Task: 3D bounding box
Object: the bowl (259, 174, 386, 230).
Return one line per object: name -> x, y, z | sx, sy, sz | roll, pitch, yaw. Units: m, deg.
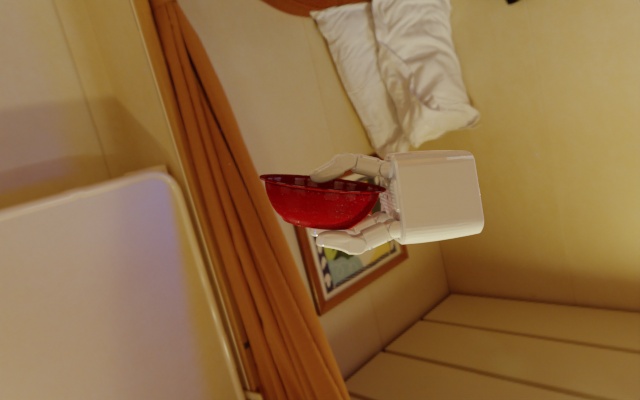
bowl -> -0.001, 0.002, 0.610 | 0.162, 0.055, 0.162 | 6, 7, -1
